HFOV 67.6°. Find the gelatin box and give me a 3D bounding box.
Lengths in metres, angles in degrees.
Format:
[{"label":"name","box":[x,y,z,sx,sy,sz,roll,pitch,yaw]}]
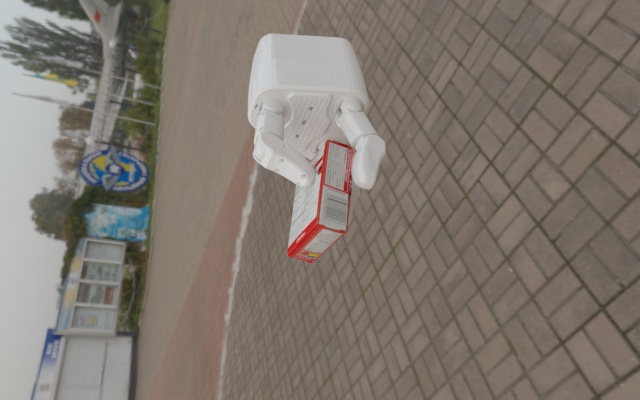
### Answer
[{"label":"gelatin box","box":[0.000,0.002,0.428,0.030,0.089,0.073,17,-33,-17]}]
